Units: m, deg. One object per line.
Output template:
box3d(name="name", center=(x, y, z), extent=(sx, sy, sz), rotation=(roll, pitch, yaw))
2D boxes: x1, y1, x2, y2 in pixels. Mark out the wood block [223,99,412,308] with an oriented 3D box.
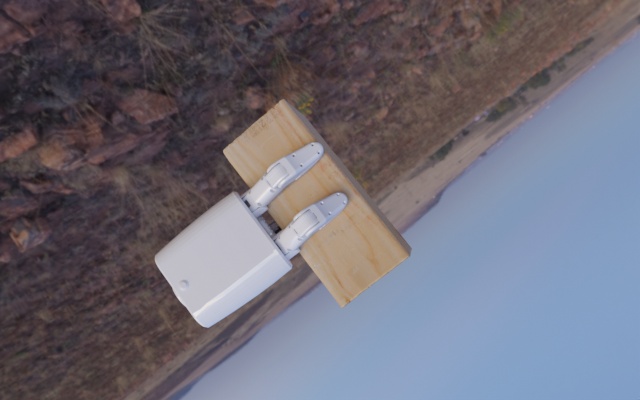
box3d(name="wood block", center=(0.000, 0.002, 0.527), extent=(0.090, 0.206, 0.091), rotation=(-39, -8, 8))
